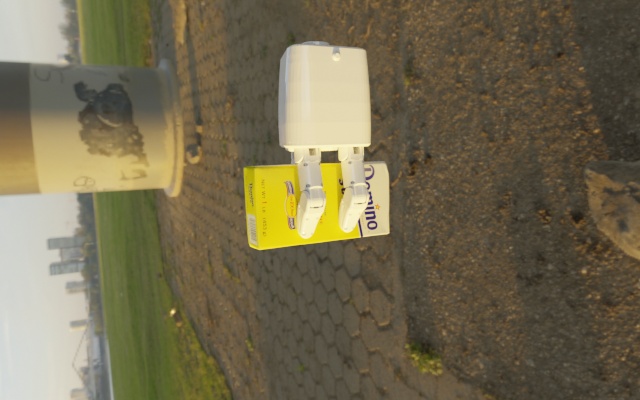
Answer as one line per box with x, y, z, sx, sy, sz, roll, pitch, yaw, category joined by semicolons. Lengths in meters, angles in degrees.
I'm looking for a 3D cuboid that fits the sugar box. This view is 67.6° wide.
0.000;0.002;0.568;0.176;0.093;0.048;-5;7;-25;sugar box
